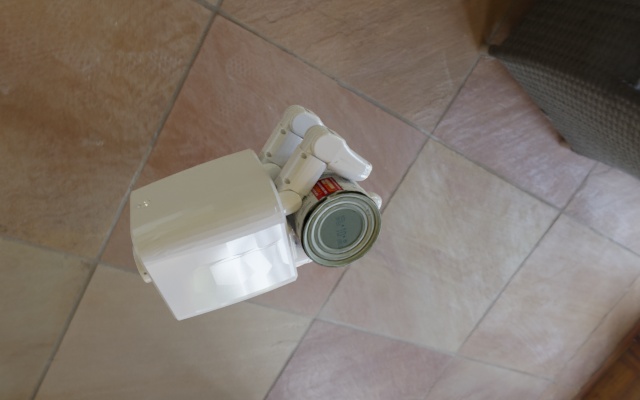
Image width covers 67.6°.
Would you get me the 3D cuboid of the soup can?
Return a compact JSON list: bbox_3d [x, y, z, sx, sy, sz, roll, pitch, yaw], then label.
[{"bbox_3d":[0.001,0.001,0.401,0.068,0.068,0.102,0,26,-22],"label":"soup can"}]
